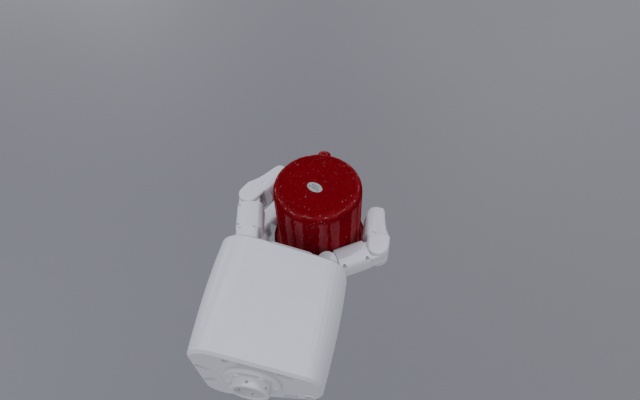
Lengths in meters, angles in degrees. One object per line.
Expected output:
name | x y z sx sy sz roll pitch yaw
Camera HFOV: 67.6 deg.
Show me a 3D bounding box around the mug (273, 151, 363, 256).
mug | 0.000 0.000 0.467 0.093 0.117 0.082 6 -38 7
